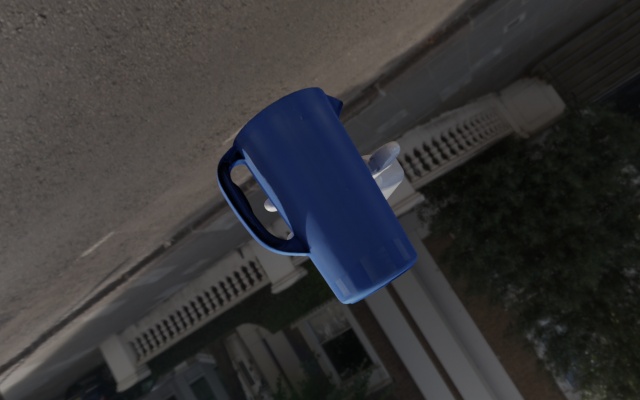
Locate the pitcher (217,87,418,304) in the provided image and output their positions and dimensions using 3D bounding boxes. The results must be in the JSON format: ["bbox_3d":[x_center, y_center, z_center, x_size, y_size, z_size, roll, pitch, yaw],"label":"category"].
[{"bbox_3d":[0.000,0.002,0.576,0.149,0.243,0.145,-36,-9,27],"label":"pitcher"}]
